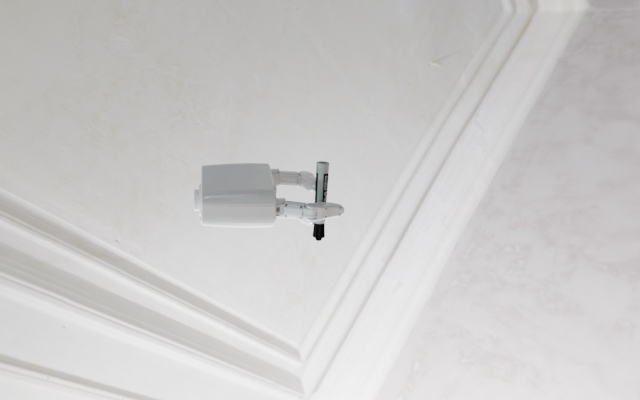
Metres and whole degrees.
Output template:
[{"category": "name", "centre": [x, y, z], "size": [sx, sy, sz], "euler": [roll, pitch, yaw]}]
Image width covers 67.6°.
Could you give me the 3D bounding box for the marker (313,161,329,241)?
[{"category": "marker", "centre": [0.000, 0.002, 0.712], "size": [0.020, 0.121, 0.020], "euler": [3, 16, -1]}]
